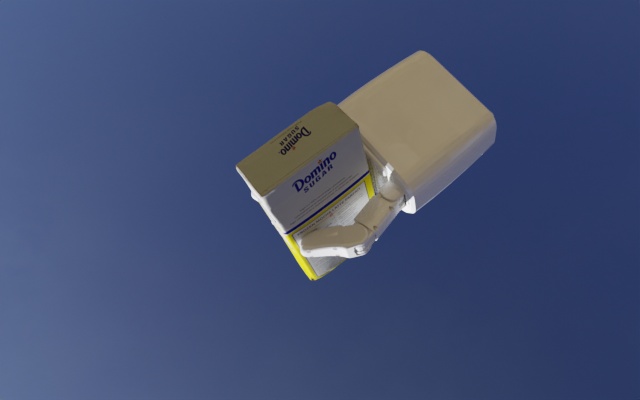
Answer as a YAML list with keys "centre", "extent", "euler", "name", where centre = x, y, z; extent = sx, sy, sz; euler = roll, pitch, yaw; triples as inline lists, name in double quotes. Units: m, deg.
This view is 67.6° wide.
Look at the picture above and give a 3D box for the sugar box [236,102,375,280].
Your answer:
- centre: [0.000, 0.001, 0.427]
  extent: [0.093, 0.048, 0.176]
  euler: [-37, -34, -9]
  name: "sugar box"
